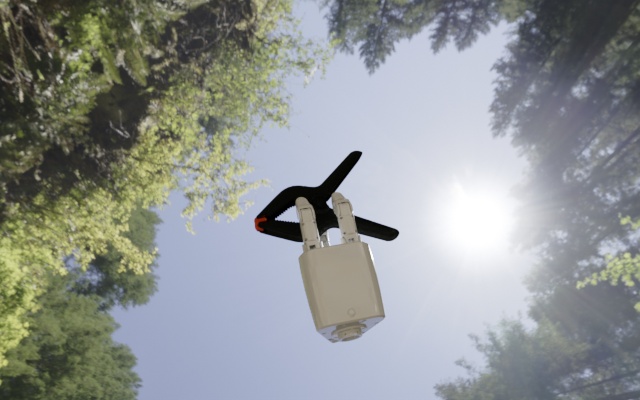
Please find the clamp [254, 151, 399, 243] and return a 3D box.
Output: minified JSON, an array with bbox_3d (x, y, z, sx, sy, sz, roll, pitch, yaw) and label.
[{"bbox_3d":[0.000,0.003,0.735,0.210,0.164,0.036,-9,-29,-9],"label":"clamp"}]
